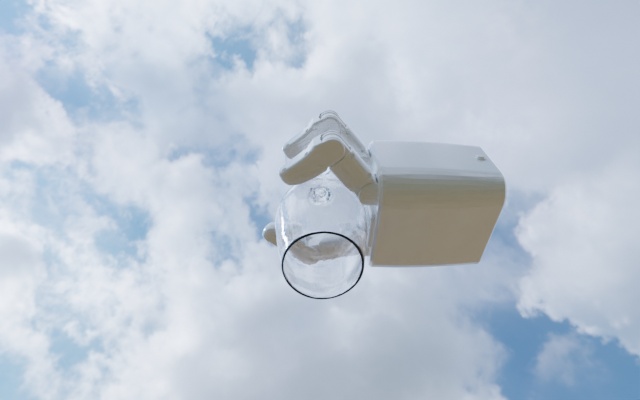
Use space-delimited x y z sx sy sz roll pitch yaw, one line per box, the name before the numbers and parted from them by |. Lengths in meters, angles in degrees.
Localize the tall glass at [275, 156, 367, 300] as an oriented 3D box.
tall glass | 0.000 0.001 0.437 0.079 0.079 0.201 0 29 -1
